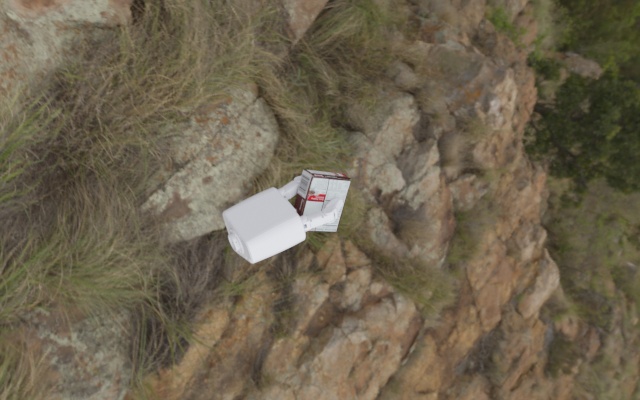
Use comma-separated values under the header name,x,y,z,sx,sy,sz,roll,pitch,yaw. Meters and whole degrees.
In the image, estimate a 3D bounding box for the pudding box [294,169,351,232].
name,x,y,z,sx,sy,sz,roll,pitch,yaw
pudding box,0.000,0.003,0.892,0.090,0.113,0.039,3,22,-34
